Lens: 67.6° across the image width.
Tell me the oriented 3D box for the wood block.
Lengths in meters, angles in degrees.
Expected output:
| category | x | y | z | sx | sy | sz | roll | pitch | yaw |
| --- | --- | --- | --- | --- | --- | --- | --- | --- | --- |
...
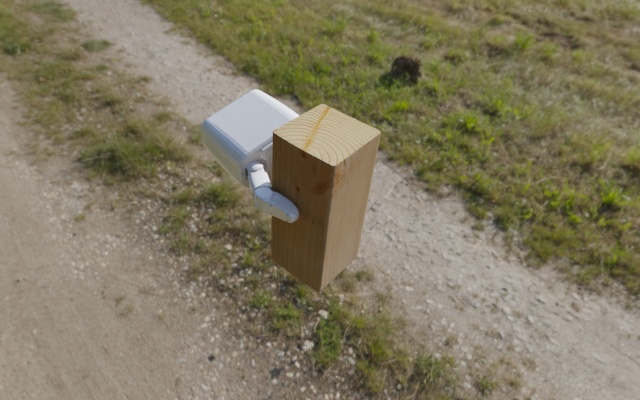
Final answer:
| category | x | y | z | sx | sy | sz | roll | pitch | yaw |
| --- | --- | --- | --- | --- | --- | --- | --- | --- | --- |
| wood block | 0.000 | 0.002 | 0.592 | 0.090 | 0.206 | 0.090 | 31 | 48 | 26 |
